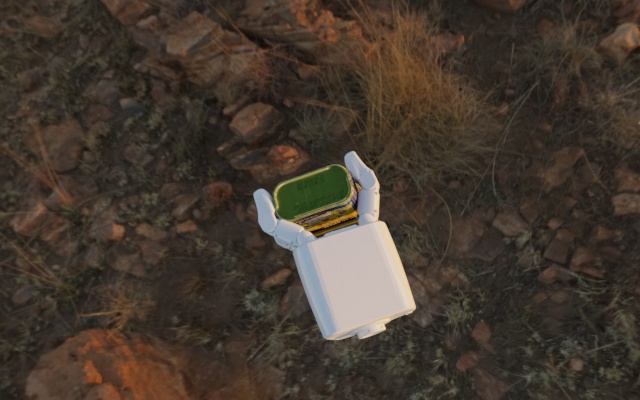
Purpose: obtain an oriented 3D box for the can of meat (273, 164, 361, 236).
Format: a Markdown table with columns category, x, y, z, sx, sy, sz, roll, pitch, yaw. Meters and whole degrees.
| category | x | y | z | sx | sy | sz | roll | pitch | yaw |
| --- | --- | --- | --- | --- | --- | --- | --- | --- | --- |
| can of meat | 0.000 | 0.002 | 0.596 | 0.102 | 0.057 | 0.084 | -19 | -20 | 9 |
